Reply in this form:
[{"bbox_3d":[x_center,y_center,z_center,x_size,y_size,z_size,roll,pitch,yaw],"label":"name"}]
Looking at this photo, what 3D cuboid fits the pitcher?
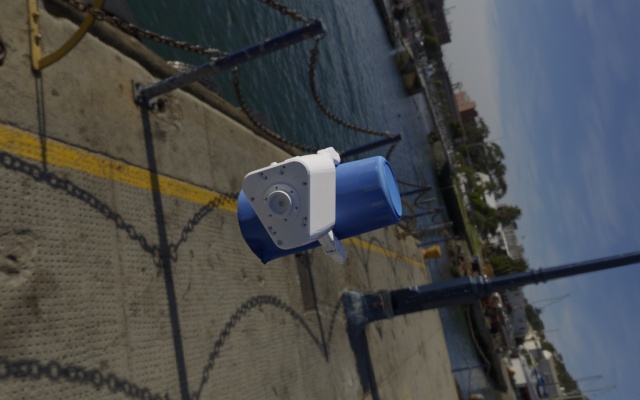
[{"bbox_3d":[0.000,0.003,0.772,0.243,0.149,0.145,-15,-1,18],"label":"pitcher"}]
